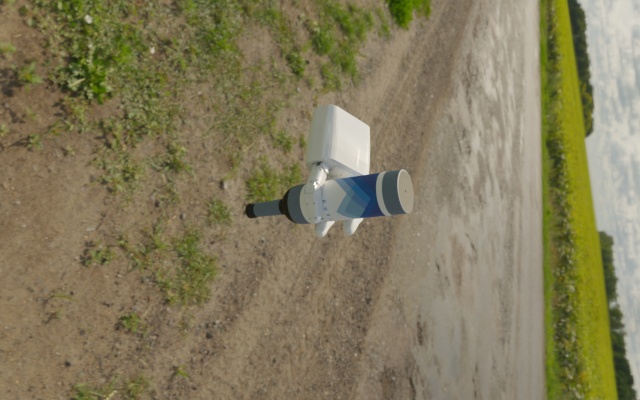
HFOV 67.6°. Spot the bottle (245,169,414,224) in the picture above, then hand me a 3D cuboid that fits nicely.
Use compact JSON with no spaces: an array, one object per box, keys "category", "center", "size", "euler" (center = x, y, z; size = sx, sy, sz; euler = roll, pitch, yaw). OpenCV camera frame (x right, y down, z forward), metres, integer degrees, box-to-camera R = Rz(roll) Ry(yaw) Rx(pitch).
[{"category":"bottle","center":[0.000,0.003,0.780],"size":[0.296,0.069,0.069],"euler":[-7,-4,30]}]
